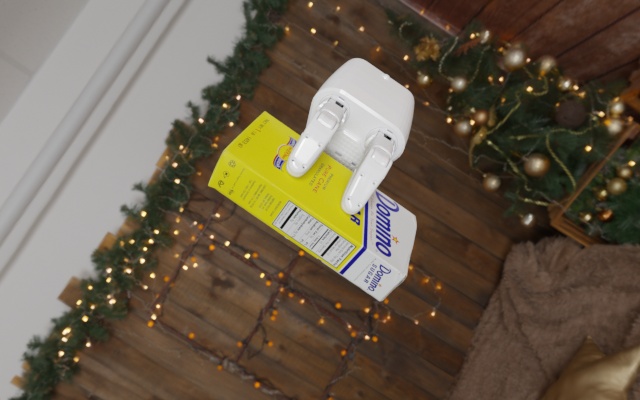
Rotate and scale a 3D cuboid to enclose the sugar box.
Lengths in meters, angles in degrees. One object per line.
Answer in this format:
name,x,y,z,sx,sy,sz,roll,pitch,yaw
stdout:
sugar box,0.000,0.001,0.418,0.176,0.048,0.093,32,35,-4
